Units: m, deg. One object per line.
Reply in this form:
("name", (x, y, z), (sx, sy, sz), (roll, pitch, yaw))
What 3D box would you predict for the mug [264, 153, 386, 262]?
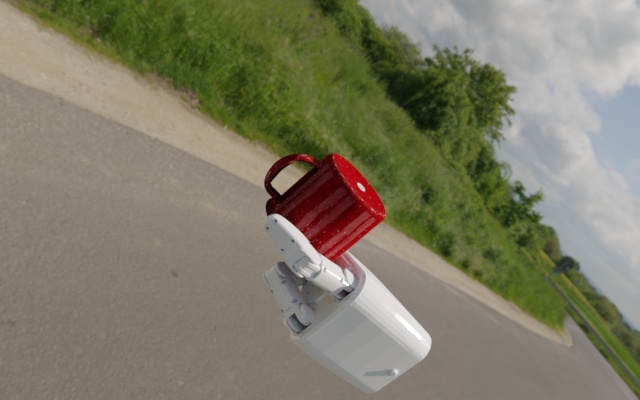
("mug", (-0.001, 0.000, 0.455), (0.081, 0.117, 0.093), (-41, 22, 16))
